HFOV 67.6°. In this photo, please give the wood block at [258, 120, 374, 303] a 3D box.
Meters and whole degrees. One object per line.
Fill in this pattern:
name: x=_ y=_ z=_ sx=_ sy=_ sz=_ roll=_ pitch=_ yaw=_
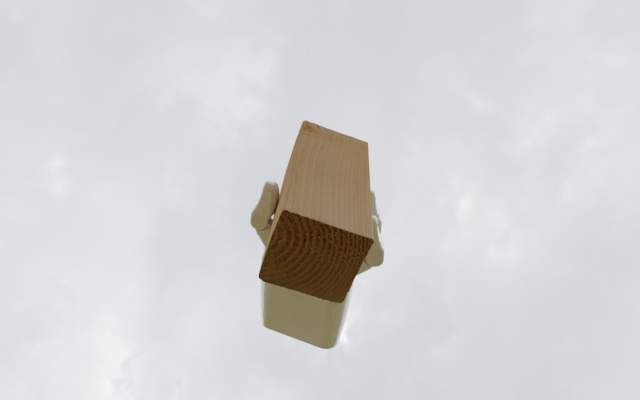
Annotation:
wood block: x=0.000 y=0.002 z=0.535 sx=0.091 sy=0.090 sz=0.206 roll=18 pitch=31 yaw=-7
